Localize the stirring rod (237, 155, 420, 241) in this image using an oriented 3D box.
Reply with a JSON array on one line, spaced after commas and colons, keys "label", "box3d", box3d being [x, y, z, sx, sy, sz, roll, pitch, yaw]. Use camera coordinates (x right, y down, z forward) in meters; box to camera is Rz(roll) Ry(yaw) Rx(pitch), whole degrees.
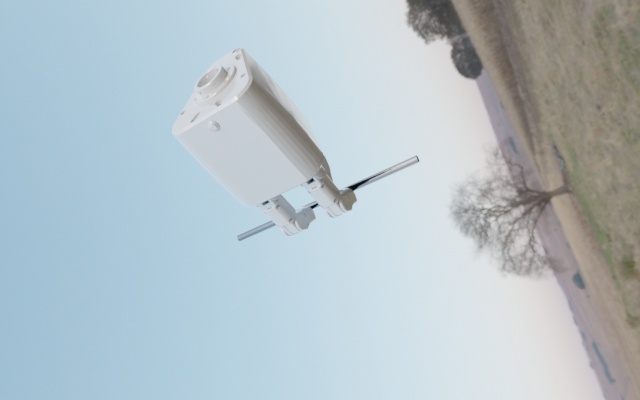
[{"label": "stirring rod", "box3d": [0.000, 0.002, 0.541, 0.239, 0.011, 0.011, -24, -10, 24]}]
